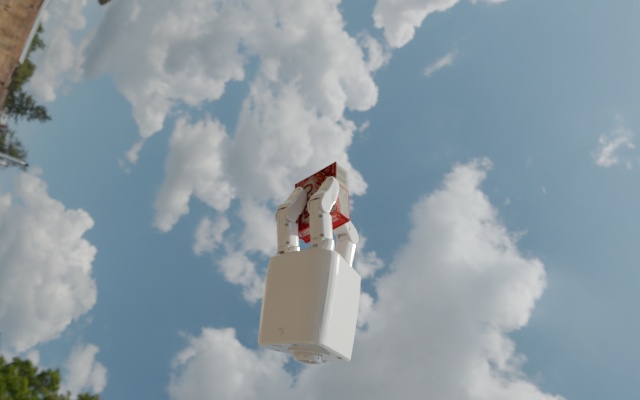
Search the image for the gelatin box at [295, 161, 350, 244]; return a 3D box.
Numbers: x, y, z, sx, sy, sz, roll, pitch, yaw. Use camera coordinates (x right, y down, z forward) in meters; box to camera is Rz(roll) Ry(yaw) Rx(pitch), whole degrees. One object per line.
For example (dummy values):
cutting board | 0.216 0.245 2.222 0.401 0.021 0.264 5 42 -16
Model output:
gelatin box | 0.000 0.002 0.624 0.073 0.089 0.030 -28 -47 30
